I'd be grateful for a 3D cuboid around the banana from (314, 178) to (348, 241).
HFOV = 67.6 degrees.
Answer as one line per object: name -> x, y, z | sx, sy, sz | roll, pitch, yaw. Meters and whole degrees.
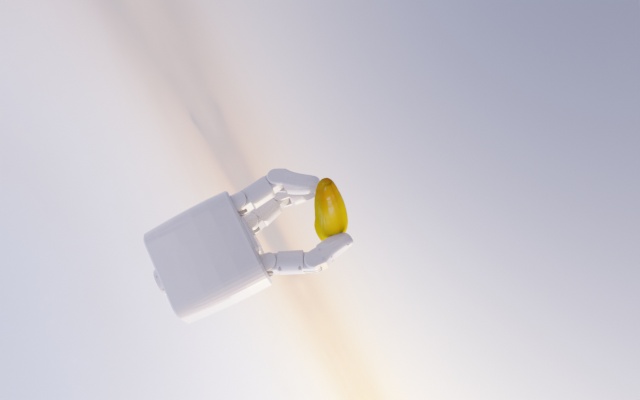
banana -> 0.008, 0.019, 0.571 | 0.037, 0.069, 0.198 | -24, -3, -5
